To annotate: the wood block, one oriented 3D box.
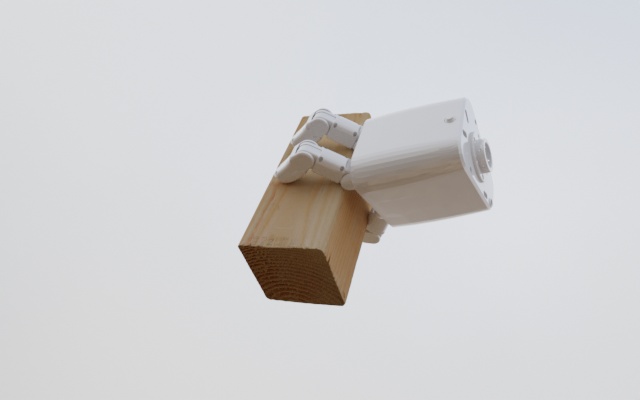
[{"bbox_3d":[0.001,0.002,0.525,0.090,0.091,0.206,0,44,22],"label":"wood block"}]
